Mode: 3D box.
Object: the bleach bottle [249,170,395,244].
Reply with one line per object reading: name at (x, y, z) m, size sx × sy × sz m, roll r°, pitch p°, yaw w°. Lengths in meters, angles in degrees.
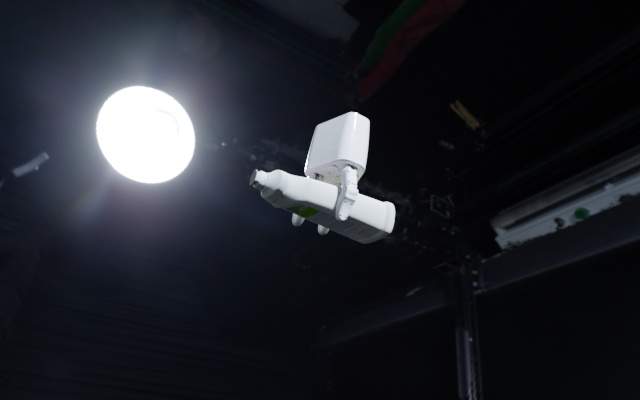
bleach bottle at (0.000, 0.003, 0.829) m, size 0.251 × 0.068 × 0.102 m, roll 22°, pitch -28°, yaw -23°
